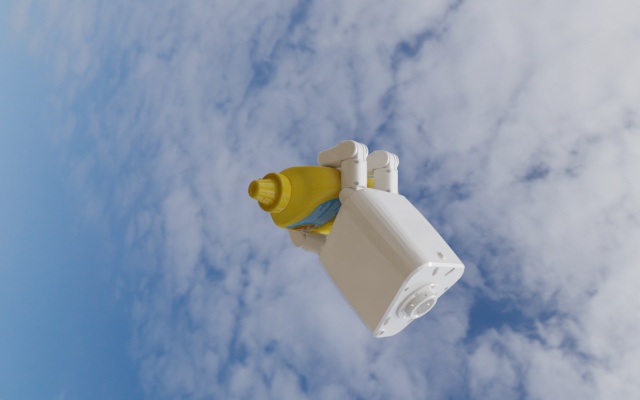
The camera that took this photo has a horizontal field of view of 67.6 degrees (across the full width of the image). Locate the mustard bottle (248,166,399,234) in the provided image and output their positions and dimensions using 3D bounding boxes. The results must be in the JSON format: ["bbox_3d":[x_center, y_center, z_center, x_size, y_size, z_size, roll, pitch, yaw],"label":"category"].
[{"bbox_3d":[0.000,0.002,0.535,0.191,0.058,0.096,10,-33,-46],"label":"mustard bottle"}]
